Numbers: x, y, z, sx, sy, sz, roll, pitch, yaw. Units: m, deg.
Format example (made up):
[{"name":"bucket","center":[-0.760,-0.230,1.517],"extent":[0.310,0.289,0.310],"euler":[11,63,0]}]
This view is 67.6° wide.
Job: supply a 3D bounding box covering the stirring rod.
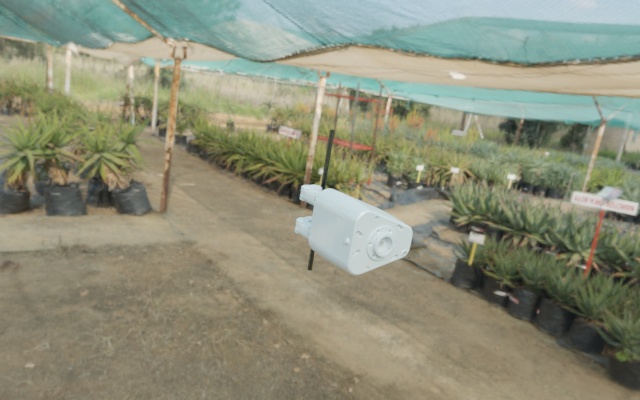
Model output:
[{"name":"stirring rod","center":[0.000,0.003,0.794],"extent":[0.011,0.239,0.011],"euler":[9,12,-2]}]
